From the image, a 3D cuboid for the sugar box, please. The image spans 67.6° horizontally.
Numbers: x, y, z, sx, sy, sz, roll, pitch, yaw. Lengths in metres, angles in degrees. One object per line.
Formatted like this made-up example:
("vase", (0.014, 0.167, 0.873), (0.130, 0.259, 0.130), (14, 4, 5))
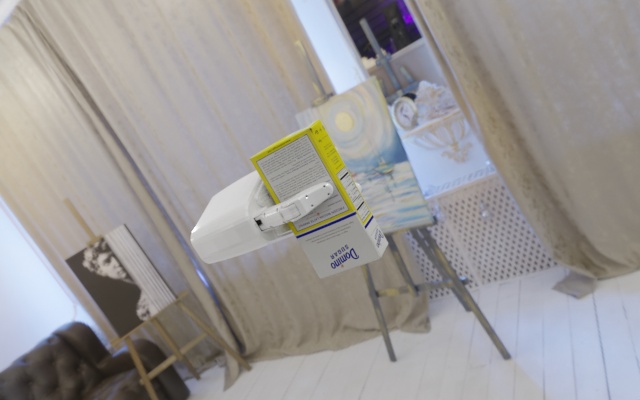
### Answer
("sugar box", (0.000, 0.002, 0.580), (0.093, 0.176, 0.048), (-23, 14, 30))
